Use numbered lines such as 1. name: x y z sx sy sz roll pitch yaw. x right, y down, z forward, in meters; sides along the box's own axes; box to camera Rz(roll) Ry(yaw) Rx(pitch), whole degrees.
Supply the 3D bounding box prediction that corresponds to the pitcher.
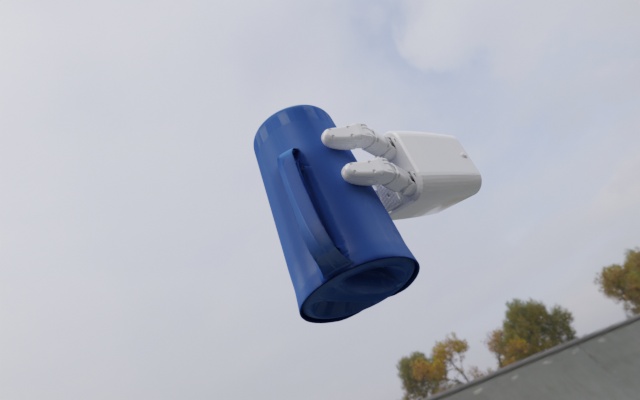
1. pitcher: 0.000 0.002 0.543 0.145 0.242 0.149 -4 -37 -28
